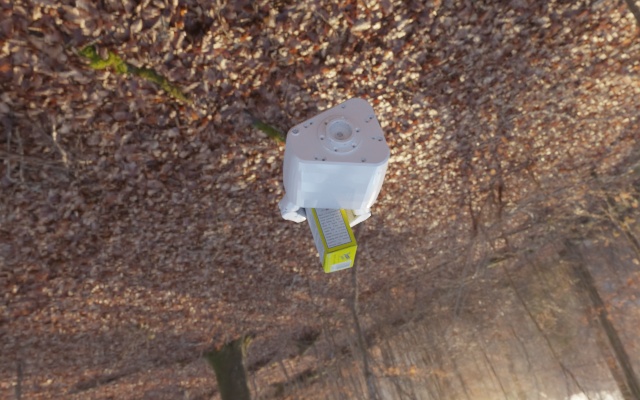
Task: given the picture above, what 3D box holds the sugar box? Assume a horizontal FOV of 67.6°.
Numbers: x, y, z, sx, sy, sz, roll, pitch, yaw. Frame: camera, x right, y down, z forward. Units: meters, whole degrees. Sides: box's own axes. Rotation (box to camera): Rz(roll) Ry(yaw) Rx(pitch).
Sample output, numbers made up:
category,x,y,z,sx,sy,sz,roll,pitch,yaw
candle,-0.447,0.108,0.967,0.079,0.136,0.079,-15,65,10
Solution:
category,x,y,z,sx,sy,sz,roll,pitch,yaw
sugar box,0.001,0.002,0.650,0.048,0.176,0.093,-13,-23,-7
